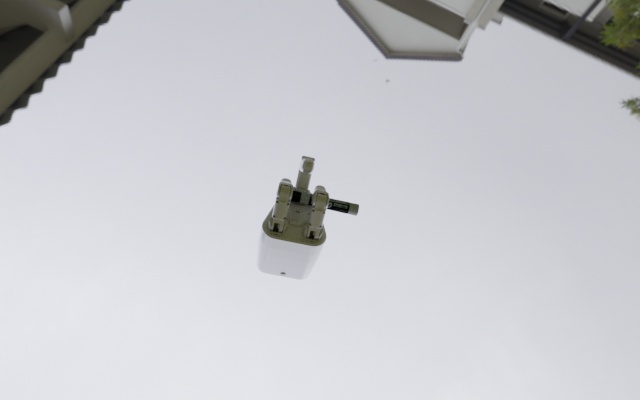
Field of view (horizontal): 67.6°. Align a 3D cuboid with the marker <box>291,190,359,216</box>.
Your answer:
[{"bbox_3d":[0.000,0.002,0.746,0.121,0.020,0.020,12,-1,-6],"label":"marker"}]
